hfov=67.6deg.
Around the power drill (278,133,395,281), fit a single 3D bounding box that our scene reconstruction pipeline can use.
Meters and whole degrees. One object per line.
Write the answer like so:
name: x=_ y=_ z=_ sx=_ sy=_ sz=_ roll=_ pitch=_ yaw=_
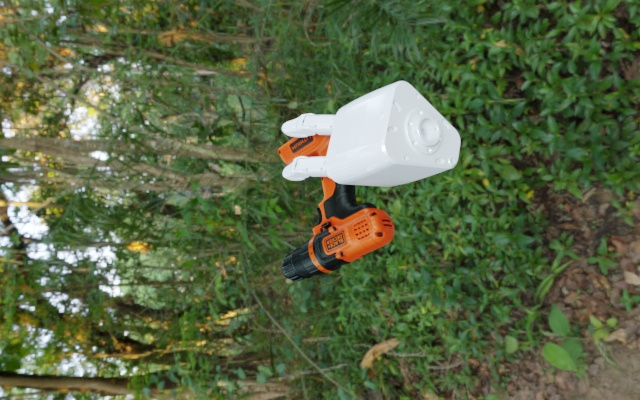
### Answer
power drill: x=0.000 y=0.002 z=0.642 sx=0.184 sy=0.187 sz=0.057 roll=-29 pitch=-22 yaw=35
